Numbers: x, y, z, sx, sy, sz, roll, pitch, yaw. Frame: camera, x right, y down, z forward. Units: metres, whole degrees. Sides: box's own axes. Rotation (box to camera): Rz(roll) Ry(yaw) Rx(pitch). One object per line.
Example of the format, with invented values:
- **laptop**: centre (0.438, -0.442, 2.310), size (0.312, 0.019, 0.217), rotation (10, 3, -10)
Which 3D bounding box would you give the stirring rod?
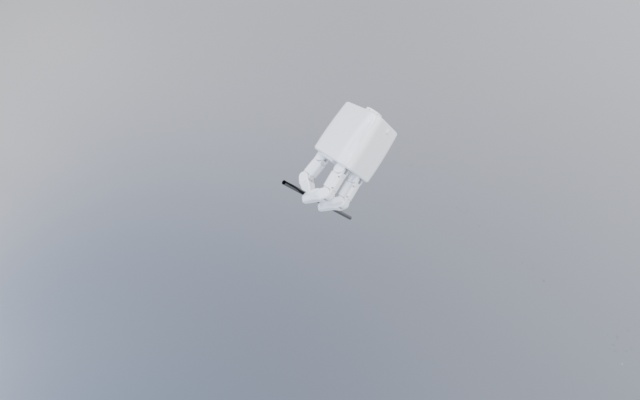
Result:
- **stirring rod**: centre (0.000, 0.003, 0.899), size (0.011, 0.011, 0.239), rotation (0, -16, 32)
